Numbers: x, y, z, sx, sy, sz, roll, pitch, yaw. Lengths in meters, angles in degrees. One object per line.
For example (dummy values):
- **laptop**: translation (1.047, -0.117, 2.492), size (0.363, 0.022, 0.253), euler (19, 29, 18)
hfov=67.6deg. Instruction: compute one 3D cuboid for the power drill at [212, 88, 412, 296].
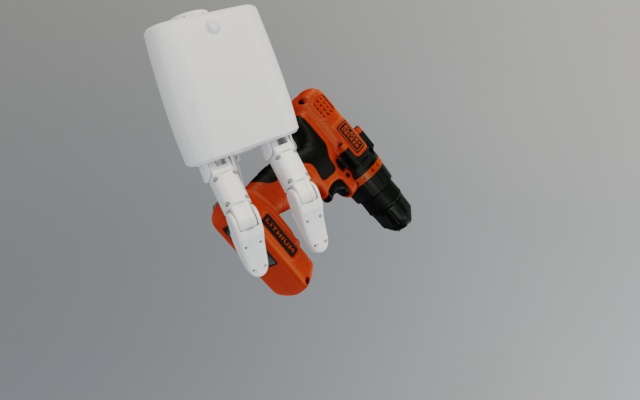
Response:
- **power drill**: translation (0.000, 0.002, 0.470), size (0.057, 0.184, 0.187), euler (-30, 16, 49)
